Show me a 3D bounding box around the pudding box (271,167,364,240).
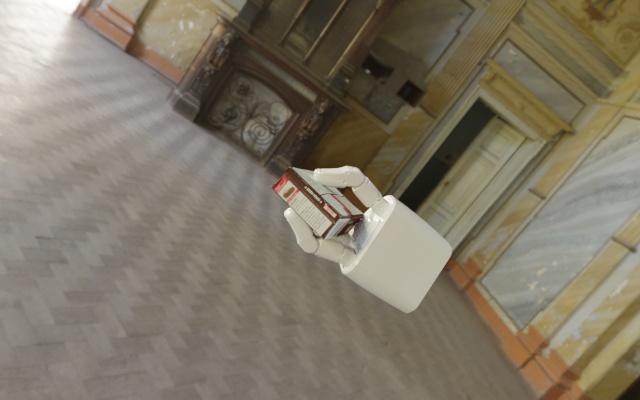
[{"bbox_3d":[0.000,0.002,0.595,0.090,0.039,0.113,43,11,13],"label":"pudding box"}]
